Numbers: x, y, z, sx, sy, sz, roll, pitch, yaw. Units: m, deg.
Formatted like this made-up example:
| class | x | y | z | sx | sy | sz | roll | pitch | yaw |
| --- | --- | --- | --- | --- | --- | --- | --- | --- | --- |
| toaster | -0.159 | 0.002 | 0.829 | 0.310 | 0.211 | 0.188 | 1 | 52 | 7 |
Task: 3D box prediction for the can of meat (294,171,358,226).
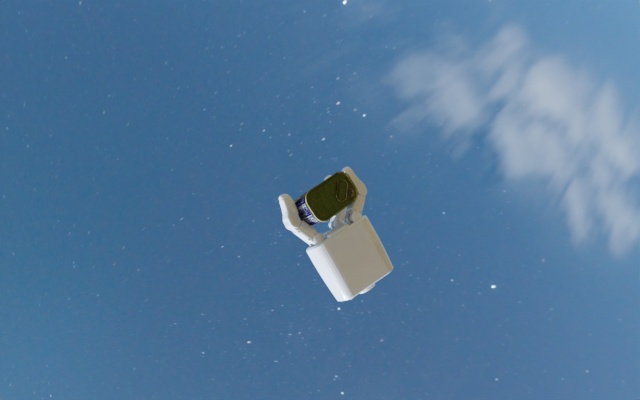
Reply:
| class | x | y | z | sx | sy | sz | roll | pitch | yaw |
| --- | --- | --- | --- | --- | --- | --- | --- | --- | --- |
| can of meat | 0.000 | 0.003 | 0.817 | 0.102 | 0.057 | 0.084 | -35 | 4 | -33 |
